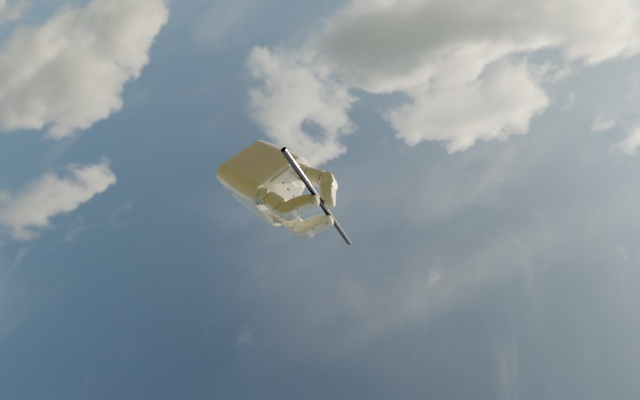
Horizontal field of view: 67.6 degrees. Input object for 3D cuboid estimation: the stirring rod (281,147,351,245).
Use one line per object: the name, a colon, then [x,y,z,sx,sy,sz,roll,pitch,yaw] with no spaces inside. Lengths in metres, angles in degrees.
stirring rod: [0.000,0.002,0.686,0.011,0.011,0.240,0,-33,27]
